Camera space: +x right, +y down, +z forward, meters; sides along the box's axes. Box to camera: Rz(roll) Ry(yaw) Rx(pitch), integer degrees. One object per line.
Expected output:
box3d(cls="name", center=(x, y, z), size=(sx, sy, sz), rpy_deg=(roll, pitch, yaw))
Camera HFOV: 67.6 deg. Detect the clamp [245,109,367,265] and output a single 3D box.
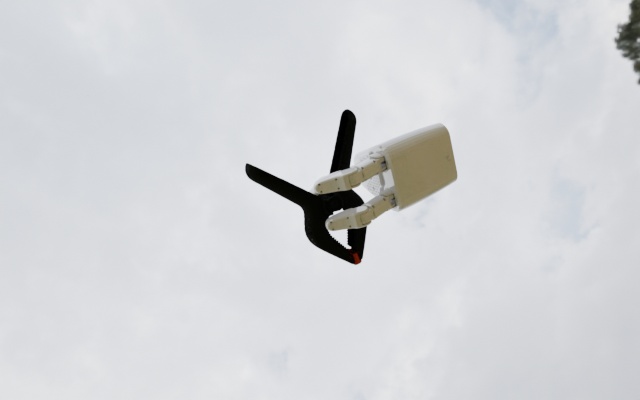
box3d(cls="clamp", center=(0.000, 0.002, 0.646), size=(0.164, 0.210, 0.036), rpy_deg=(-24, 21, -17))
